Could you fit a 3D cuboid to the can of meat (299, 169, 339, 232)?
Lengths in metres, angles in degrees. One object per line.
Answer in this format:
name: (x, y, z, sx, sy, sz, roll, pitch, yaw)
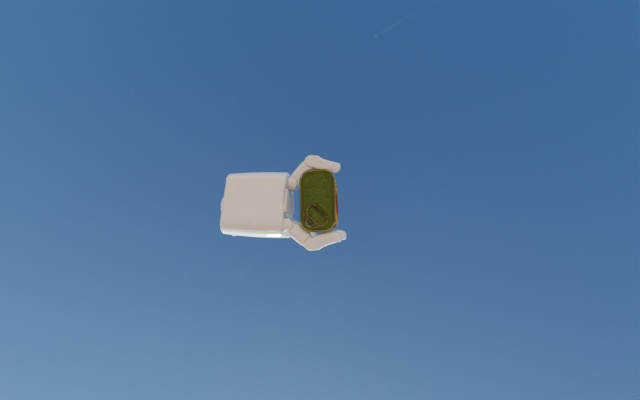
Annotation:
can of meat: (0.000, 0.003, 0.805, 0.057, 0.102, 0.084, -2, -4, 7)
